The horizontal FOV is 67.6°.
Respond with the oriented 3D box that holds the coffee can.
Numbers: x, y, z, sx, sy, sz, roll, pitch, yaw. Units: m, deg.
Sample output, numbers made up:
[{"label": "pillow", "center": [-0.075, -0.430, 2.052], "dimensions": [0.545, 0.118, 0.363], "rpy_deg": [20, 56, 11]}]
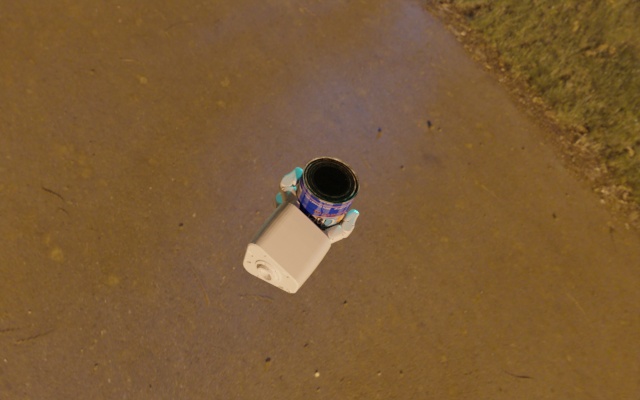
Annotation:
[{"label": "coffee can", "center": [0.000, 0.003, 0.868], "dimensions": [0.103, 0.102, 0.140], "rpy_deg": [0, -34, -19]}]
